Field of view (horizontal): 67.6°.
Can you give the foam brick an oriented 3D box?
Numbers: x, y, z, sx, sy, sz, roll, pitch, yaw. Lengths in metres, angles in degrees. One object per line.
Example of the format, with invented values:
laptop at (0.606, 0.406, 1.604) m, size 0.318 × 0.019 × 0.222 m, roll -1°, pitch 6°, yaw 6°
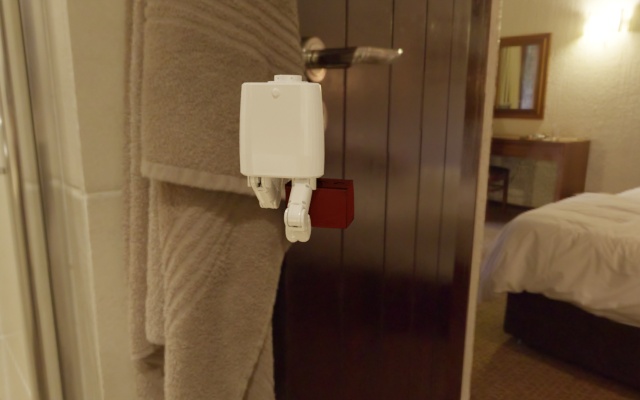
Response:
foam brick at (0.000, 0.002, 0.587) m, size 0.078 × 0.051 × 0.053 m, roll 3°, pitch 13°, yaw 12°
